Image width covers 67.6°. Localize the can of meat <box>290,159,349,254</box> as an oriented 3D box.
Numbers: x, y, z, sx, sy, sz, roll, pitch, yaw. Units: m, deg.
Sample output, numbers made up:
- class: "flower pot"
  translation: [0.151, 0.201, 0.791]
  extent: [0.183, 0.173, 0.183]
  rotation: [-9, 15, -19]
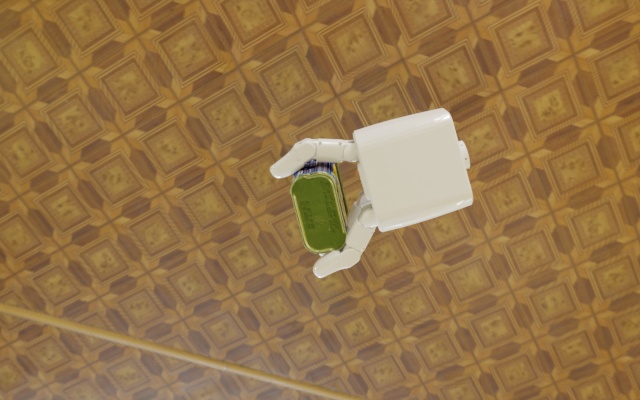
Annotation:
- class: "can of meat"
  translation: [0.000, 0.002, 0.567]
  extent: [0.057, 0.102, 0.084]
  rotation: [-12, 19, 6]
